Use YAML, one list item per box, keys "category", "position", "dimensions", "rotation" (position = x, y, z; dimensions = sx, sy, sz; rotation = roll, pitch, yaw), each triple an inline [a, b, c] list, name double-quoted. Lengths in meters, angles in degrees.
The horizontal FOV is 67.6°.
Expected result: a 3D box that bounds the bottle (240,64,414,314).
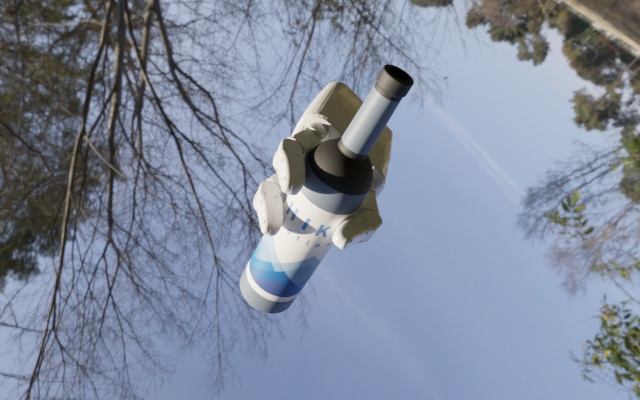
- category: "bottle"
  position: [0.000, 0.002, 0.461]
  dimensions: [0.069, 0.069, 0.296]
  rotation: [0, -43, -35]
